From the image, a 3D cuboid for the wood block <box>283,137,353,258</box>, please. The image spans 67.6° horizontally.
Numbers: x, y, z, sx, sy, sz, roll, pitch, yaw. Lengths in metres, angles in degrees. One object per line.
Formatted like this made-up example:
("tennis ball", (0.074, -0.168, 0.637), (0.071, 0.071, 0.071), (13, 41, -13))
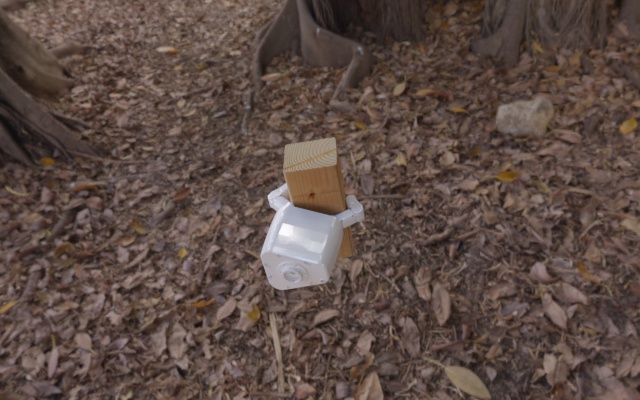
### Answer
("wood block", (0.000, 0.003, 0.859), (0.091, 0.206, 0.090), (-8, 38, 5))
